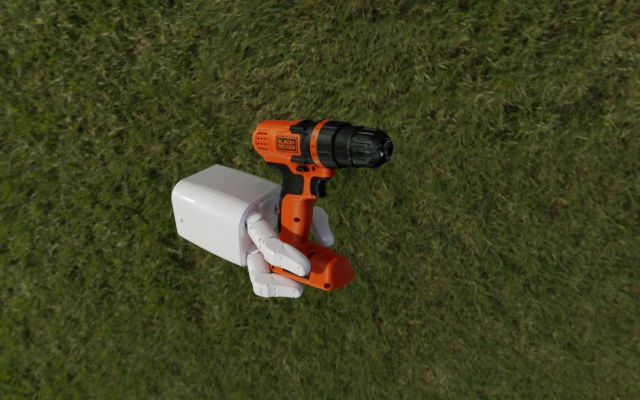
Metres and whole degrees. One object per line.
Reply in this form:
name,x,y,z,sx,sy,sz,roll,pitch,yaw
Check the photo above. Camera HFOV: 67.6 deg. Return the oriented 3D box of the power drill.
power drill,0.000,0.002,0.544,0.184,0.188,0.057,12,18,41
